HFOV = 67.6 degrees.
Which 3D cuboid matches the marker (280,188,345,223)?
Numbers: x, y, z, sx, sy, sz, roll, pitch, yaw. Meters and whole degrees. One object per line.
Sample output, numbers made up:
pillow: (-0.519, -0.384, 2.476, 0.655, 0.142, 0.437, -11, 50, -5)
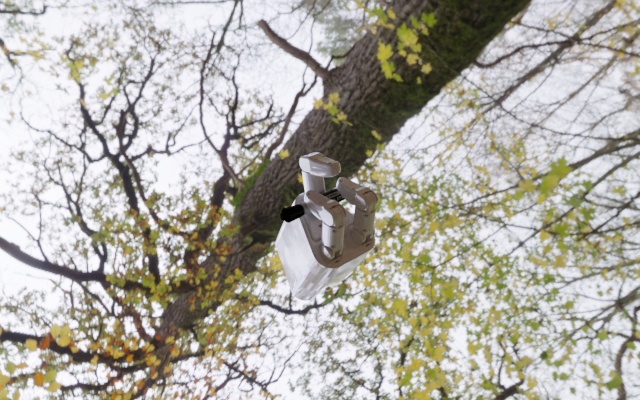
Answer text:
marker: (0.000, 0.002, 0.600, 0.121, 0.020, 0.020, -22, 13, -36)
